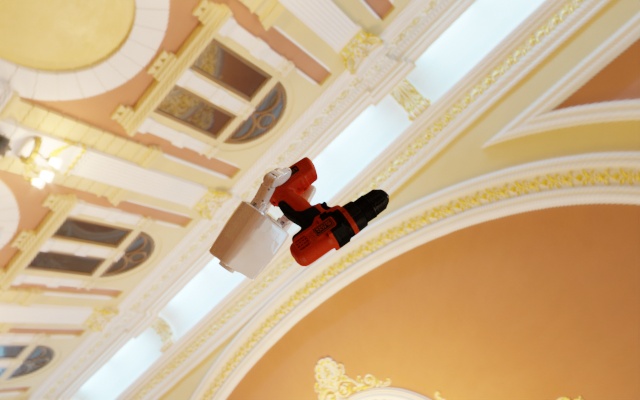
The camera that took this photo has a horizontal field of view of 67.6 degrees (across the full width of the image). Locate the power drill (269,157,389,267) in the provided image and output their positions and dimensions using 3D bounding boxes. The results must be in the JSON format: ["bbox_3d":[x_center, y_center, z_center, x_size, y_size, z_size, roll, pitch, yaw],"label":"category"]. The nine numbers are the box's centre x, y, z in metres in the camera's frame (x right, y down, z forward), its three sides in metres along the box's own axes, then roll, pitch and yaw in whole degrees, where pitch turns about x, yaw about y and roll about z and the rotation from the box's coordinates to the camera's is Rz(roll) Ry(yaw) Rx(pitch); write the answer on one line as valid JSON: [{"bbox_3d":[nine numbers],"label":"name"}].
[{"bbox_3d":[0.000,0.003,0.814,0.184,0.057,0.187,-33,46,-8],"label":"power drill"}]
